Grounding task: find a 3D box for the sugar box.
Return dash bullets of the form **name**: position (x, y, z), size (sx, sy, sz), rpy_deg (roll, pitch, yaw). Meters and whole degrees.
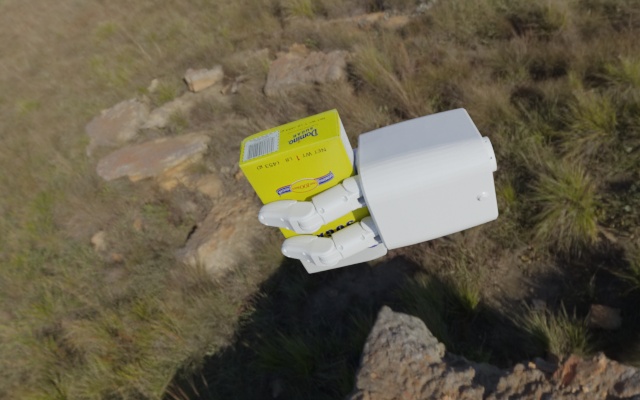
- **sugar box**: position (0.000, 0.002, 0.468), size (0.093, 0.048, 0.176), rpy_deg (-15, -46, 13)
